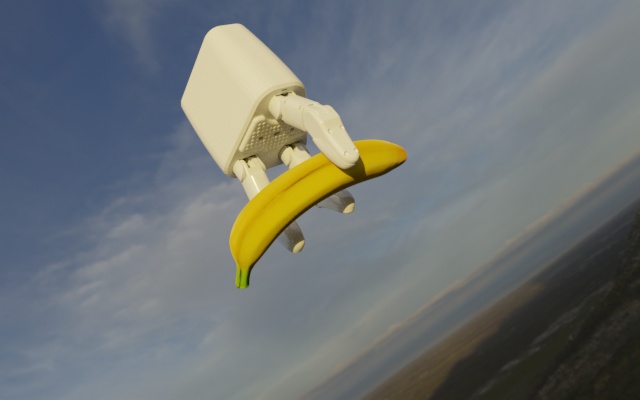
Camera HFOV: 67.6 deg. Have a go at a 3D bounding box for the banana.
[{"bbox_3d":[-0.006,-0.006,0.412,0.198,0.037,0.070,-36,-32,-11],"label":"banana"}]
